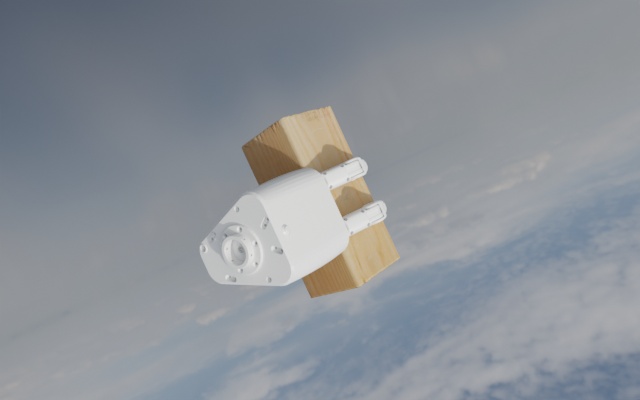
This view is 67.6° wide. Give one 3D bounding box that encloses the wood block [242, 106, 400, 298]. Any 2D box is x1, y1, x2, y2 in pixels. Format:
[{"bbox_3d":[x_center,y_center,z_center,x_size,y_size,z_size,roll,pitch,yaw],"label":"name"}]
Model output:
[{"bbox_3d":[0.000,0.002,0.587,0.091,0.206,0.090,-24,1,45],"label":"wood block"}]
